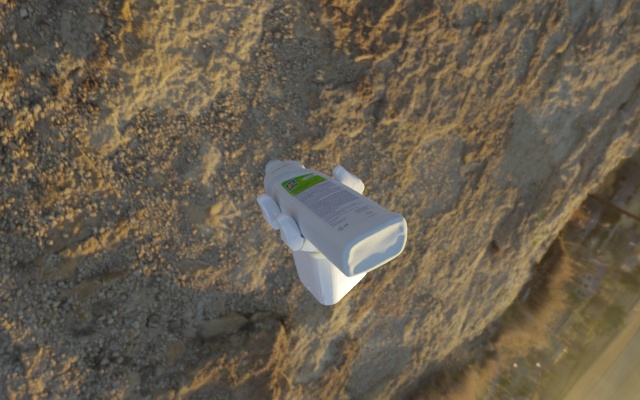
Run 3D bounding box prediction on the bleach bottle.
[{"bbox_3d":[0.000,0.002,0.664,0.102,0.068,0.250,-23,39,-24],"label":"bleach bottle"}]
